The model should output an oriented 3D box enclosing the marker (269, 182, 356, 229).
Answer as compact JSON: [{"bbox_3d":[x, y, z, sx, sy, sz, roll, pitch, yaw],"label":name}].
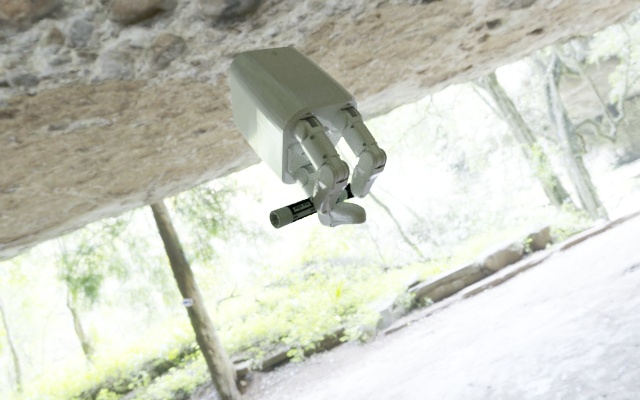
[{"bbox_3d":[0.000,0.002,0.485,0.121,0.020,0.020,-21,14,-40],"label":"marker"}]
